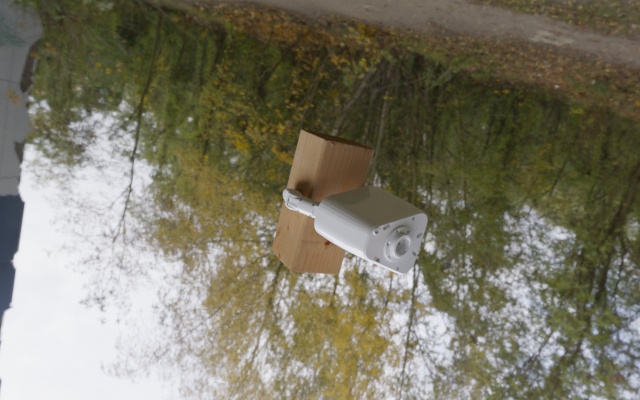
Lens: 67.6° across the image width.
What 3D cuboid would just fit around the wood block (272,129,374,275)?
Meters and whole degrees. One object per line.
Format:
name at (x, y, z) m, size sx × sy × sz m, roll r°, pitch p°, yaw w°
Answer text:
wood block at (0.000, 0.003, 0.753) m, size 0.091 × 0.206 × 0.090 m, roll 8°, pitch 13°, yaw -29°
